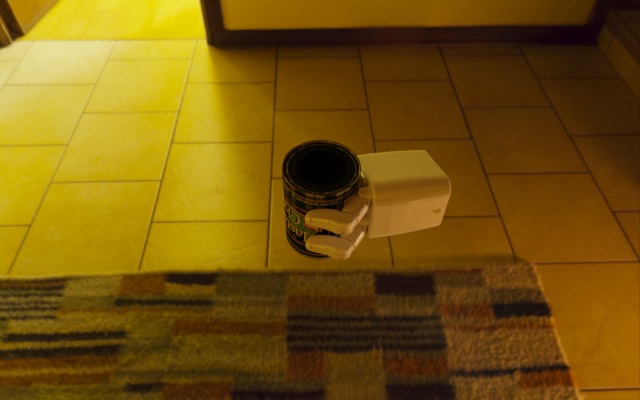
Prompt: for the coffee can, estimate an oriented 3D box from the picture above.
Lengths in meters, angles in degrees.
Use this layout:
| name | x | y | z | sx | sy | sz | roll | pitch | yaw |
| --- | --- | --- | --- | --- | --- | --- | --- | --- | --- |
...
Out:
| name | x | y | z | sx | sy | sz | roll | pitch | yaw |
| --- | --- | --- | --- | --- | --- | --- | --- | --- | --- |
| coffee can | 0.000 | 0.002 | 0.663 | 0.103 | 0.102 | 0.140 | 0 | -41 | -1 |
